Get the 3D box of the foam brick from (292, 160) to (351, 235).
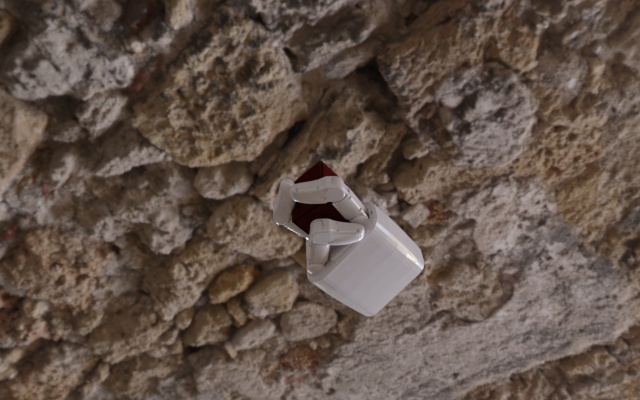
[{"bbox_3d":[0.000,0.002,0.582,0.053,0.078,0.051,-36,-57,24],"label":"foam brick"}]
